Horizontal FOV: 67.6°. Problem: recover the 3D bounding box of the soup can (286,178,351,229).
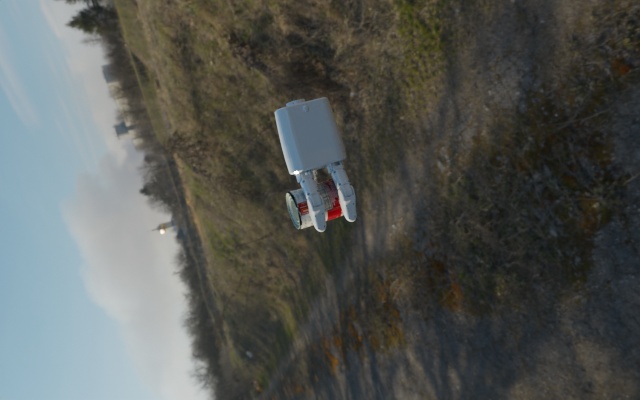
[{"bbox_3d":[0.000,0.003,0.811,0.102,0.068,0.068,-17,5,-15],"label":"soup can"}]
